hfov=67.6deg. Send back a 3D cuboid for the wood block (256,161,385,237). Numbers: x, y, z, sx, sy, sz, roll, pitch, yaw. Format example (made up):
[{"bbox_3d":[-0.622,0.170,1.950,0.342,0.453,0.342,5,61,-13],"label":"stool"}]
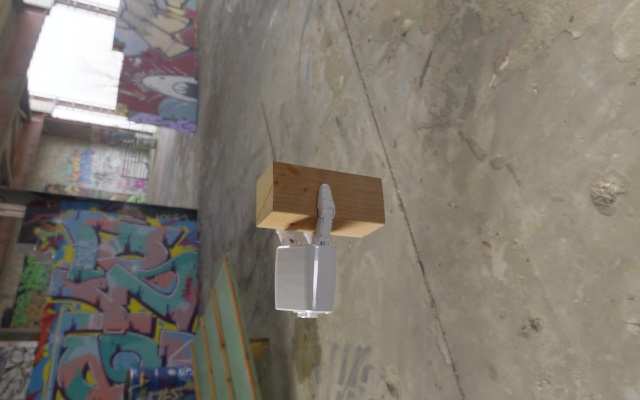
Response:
[{"bbox_3d":[0.000,0.003,0.837,0.206,0.090,0.091,7,-23,-23],"label":"wood block"}]
